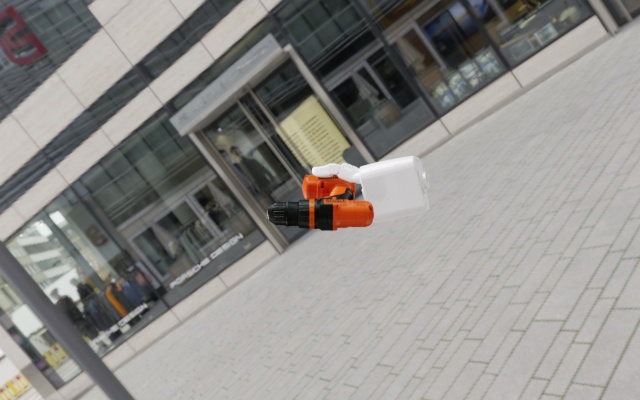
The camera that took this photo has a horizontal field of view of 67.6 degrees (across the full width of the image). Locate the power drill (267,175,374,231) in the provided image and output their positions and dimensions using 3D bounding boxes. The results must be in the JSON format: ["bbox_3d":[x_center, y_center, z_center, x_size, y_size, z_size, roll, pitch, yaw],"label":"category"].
[{"bbox_3d":[0.000,0.003,0.887,0.184,0.057,0.187,2,20,0],"label":"power drill"}]
